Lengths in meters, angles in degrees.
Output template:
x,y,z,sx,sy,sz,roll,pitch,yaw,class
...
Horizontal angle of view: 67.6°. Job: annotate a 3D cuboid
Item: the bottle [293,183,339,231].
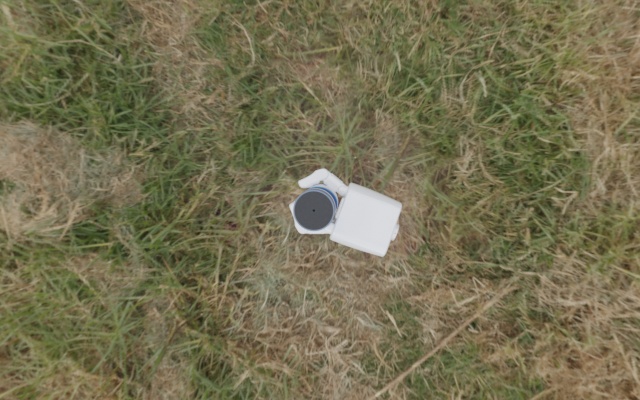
x,y,z,sx,sy,sz,roll,pitch,yaw,class
0.000,0.003,0.898,0.069,0.069,0.295,0,5,4,bottle
